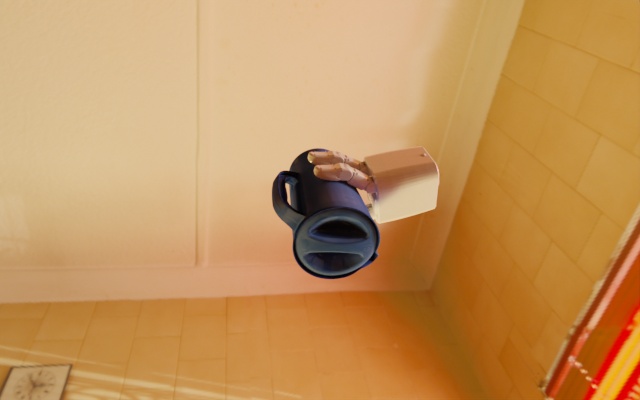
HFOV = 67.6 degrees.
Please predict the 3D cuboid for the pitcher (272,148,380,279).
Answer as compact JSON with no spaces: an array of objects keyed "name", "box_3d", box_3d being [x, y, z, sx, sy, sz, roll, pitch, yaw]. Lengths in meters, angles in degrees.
[{"name":"pitcher","box_3d":[0.000,0.003,0.802,0.145,0.149,0.242,-14,32,-1]}]
